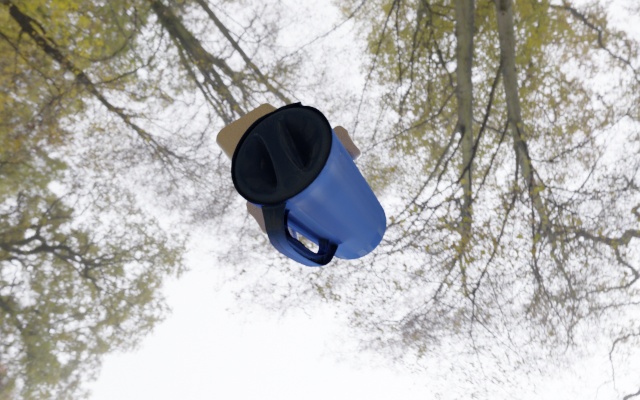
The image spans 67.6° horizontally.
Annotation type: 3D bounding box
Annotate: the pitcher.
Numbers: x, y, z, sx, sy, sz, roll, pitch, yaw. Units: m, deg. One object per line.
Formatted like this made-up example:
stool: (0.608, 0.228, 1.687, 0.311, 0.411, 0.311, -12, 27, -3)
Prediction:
pitcher: (0.000, 0.002, 0.631, 0.145, 0.149, 0.243, 42, -1, 37)
